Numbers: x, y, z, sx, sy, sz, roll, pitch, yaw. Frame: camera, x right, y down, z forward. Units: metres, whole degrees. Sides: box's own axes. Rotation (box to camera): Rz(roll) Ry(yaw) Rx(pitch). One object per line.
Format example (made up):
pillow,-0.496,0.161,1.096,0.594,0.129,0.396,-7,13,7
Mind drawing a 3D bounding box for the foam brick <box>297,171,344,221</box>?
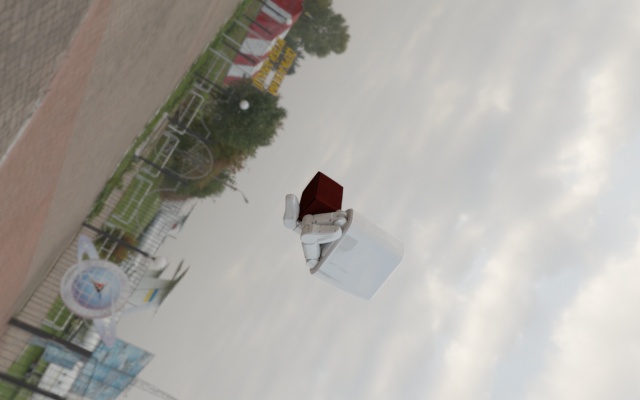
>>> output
foam brick,0.000,0.002,0.766,0.051,0.053,0.078,31,34,-15
